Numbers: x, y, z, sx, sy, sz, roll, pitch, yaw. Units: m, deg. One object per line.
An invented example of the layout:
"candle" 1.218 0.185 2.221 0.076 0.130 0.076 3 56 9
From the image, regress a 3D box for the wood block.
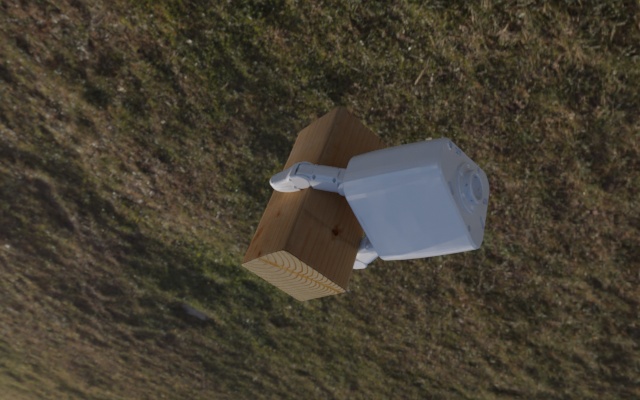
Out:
"wood block" 0.000 0.002 0.569 0.091 0.206 0.090 37 -36 -24
